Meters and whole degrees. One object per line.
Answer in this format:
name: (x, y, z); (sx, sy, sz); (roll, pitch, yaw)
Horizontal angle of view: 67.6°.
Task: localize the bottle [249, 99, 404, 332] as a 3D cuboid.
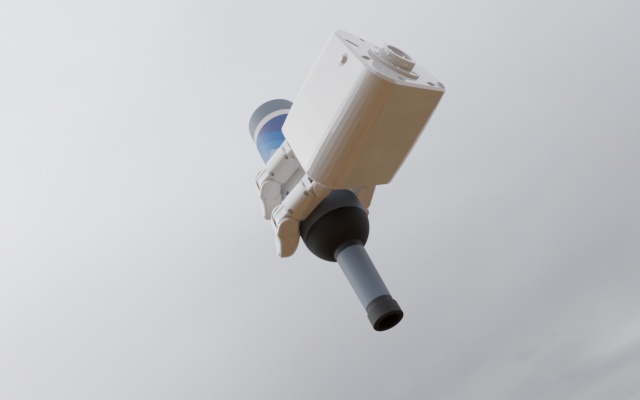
bottle: (0.000, 0.001, 0.479); (0.069, 0.069, 0.295); (0, 40, -29)
